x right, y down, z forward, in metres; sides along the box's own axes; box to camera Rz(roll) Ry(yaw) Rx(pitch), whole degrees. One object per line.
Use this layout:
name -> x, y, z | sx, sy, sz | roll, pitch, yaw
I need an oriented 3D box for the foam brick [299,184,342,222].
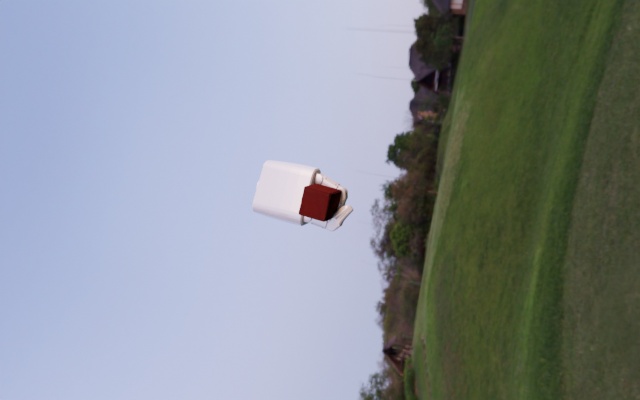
foam brick -> 0.000, 0.003, 0.863 | 0.051, 0.053, 0.078 | 16, 10, 15
